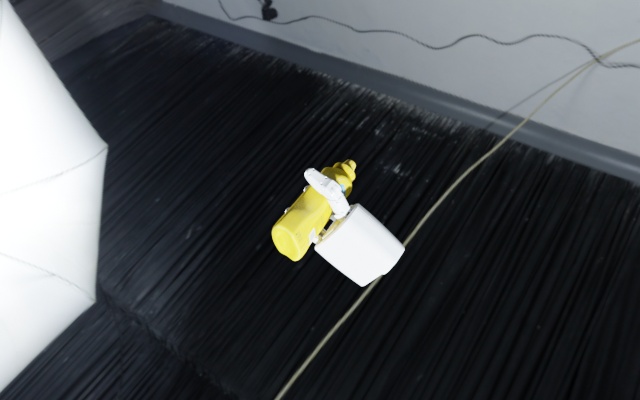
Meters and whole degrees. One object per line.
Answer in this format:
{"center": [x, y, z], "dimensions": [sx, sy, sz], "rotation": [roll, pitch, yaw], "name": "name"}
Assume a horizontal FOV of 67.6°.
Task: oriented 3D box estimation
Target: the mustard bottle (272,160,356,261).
{"center": [0.000, 0.003, 0.776], "dimensions": [0.058, 0.191, 0.096], "rotation": [30, -28, 19], "name": "mustard bottle"}
